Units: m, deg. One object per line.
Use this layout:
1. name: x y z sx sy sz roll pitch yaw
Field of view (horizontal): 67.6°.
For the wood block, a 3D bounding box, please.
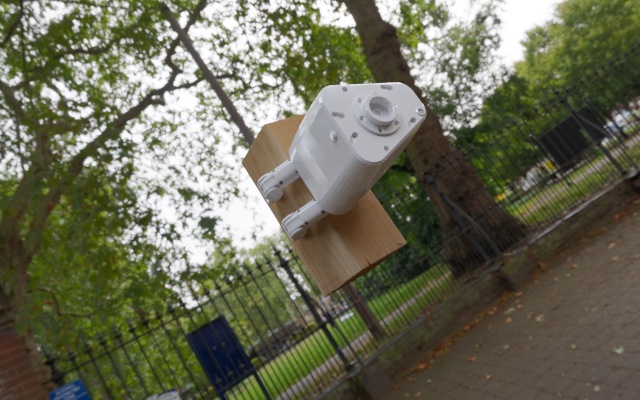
1. wood block: 0.000 0.002 0.600 0.091 0.206 0.090 -22 -17 -38
